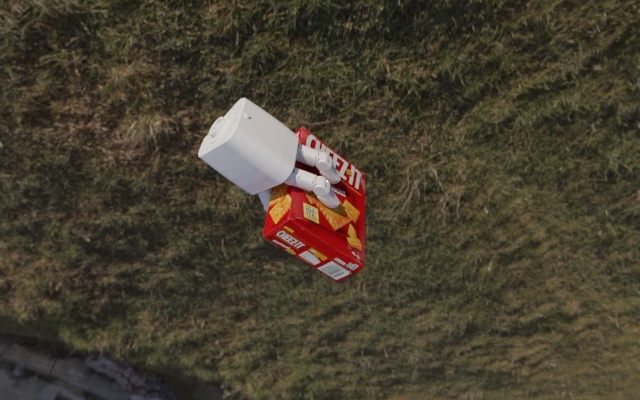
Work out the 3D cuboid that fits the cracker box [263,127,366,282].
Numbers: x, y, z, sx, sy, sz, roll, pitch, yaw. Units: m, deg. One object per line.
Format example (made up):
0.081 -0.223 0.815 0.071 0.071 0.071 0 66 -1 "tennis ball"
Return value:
0.000 0.003 0.796 0.164 0.213 0.072 35 -50 -28 "cracker box"
